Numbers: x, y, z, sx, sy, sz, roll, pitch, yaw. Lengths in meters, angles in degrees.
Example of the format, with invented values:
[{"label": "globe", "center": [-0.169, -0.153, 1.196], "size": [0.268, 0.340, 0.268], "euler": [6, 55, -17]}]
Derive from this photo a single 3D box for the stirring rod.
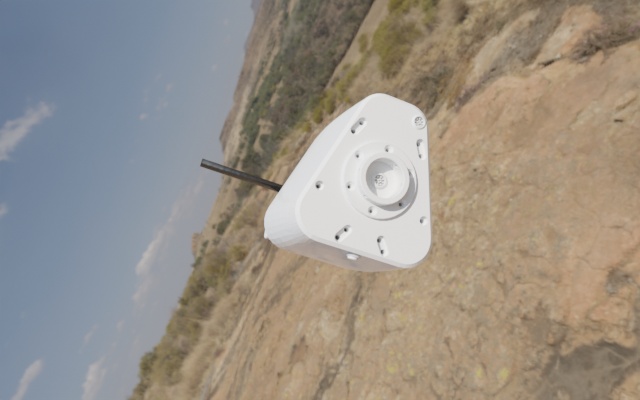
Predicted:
[{"label": "stirring rod", "center": [0.000, 0.002, 0.472], "size": [0.239, 0.011, 0.011], "euler": [18, -4, -12]}]
